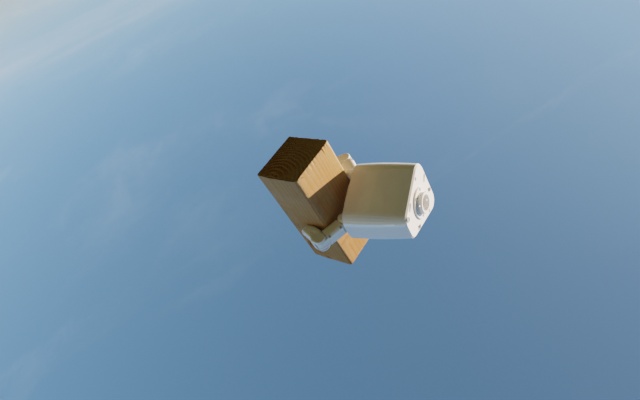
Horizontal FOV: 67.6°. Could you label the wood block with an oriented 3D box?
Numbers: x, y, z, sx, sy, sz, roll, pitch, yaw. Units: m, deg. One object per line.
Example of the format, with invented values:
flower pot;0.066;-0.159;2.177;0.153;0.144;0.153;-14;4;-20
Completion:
wood block;0.000;0.003;0.788;0.090;0.090;0.206;12;-34;42
